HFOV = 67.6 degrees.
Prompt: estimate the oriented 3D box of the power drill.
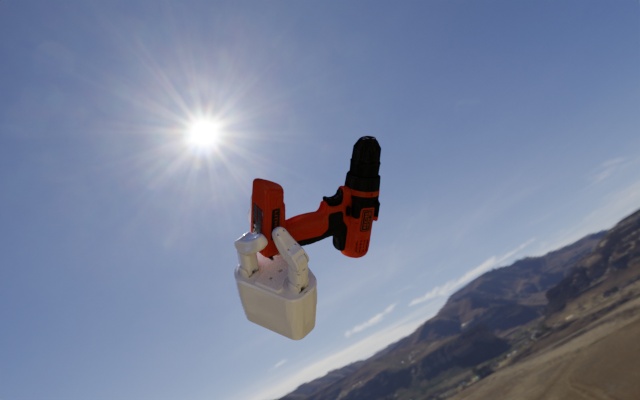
[{"bbox_3d":[0.000,0.002,0.664,0.187,0.184,0.057,-5,20,-27],"label":"power drill"}]
